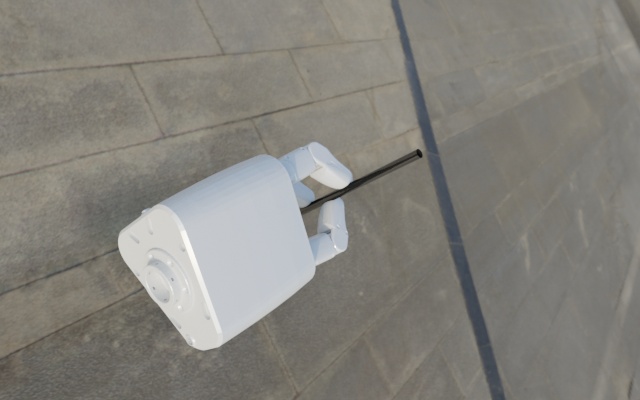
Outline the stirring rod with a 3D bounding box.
[{"bbox_3d":[0.000,0.002,0.466,0.011,0.011,0.239,0,-19,-45],"label":"stirring rod"}]
